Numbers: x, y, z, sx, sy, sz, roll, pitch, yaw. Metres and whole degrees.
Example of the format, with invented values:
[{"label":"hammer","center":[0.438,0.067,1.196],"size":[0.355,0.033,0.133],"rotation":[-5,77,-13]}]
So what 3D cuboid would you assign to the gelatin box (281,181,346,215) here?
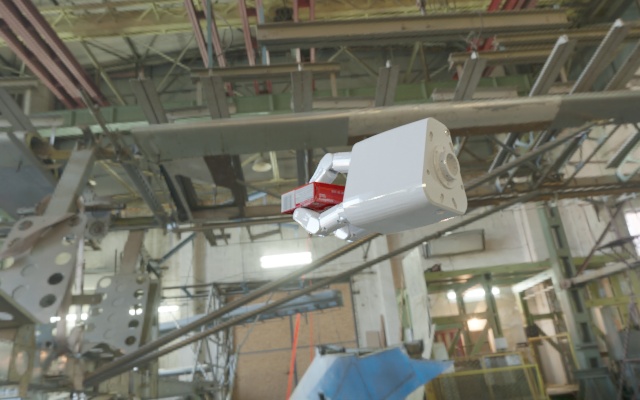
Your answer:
[{"label":"gelatin box","center":[0.000,0.002,0.636],"size":[0.073,0.030,0.089],"rotation":[9,-16,-32]}]
